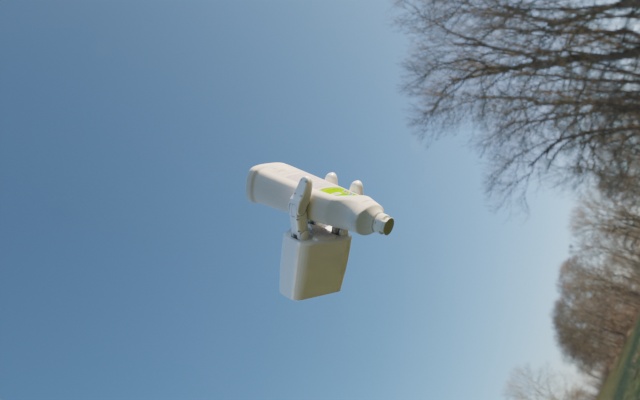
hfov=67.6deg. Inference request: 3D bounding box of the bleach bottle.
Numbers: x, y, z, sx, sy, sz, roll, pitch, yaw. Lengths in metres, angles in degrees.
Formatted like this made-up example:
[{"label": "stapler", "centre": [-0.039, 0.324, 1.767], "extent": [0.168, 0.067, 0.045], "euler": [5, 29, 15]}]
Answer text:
[{"label": "bleach bottle", "centre": [0.000, 0.002, 0.769], "extent": [0.250, 0.068, 0.102], "euler": [21, 23, 35]}]
